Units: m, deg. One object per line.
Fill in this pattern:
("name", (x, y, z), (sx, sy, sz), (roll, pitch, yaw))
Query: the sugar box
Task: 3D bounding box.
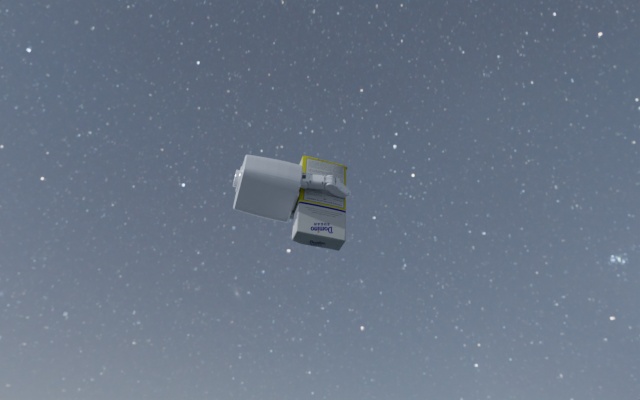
("sugar box", (0.000, 0.003, 0.898), (0.093, 0.176, 0.048), (13, -35, -12))
